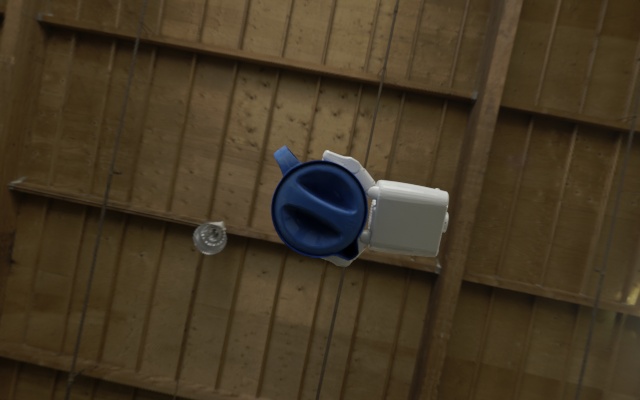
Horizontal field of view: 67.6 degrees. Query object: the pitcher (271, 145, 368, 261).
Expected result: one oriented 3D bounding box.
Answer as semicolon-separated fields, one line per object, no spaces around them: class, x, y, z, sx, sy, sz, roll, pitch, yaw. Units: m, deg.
pitcher;0.000;0.003;0.762;0.145;0.149;0.243;8;1;3
